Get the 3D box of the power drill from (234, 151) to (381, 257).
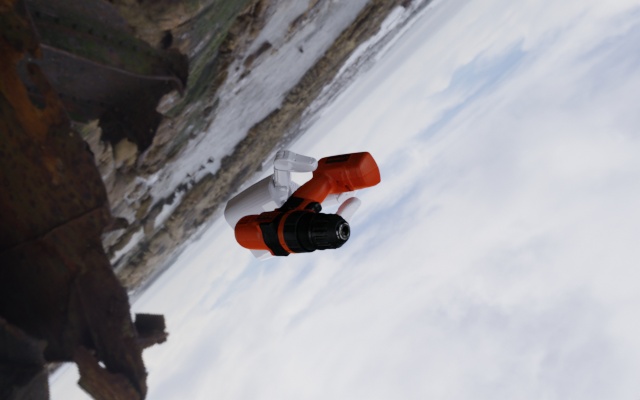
[{"bbox_3d":[0.000,0.002,0.621,0.184,0.057,0.187,-2,28,43],"label":"power drill"}]
